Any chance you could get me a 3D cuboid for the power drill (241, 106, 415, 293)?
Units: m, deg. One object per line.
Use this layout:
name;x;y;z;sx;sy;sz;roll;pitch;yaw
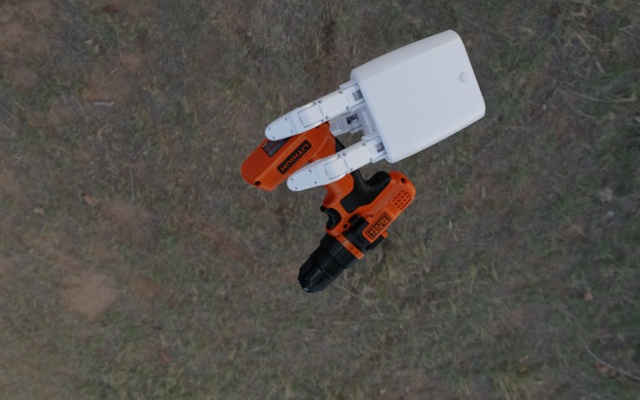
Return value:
power drill;0.000;0.001;0.544;0.188;0.184;0.057;43;-1;-35
